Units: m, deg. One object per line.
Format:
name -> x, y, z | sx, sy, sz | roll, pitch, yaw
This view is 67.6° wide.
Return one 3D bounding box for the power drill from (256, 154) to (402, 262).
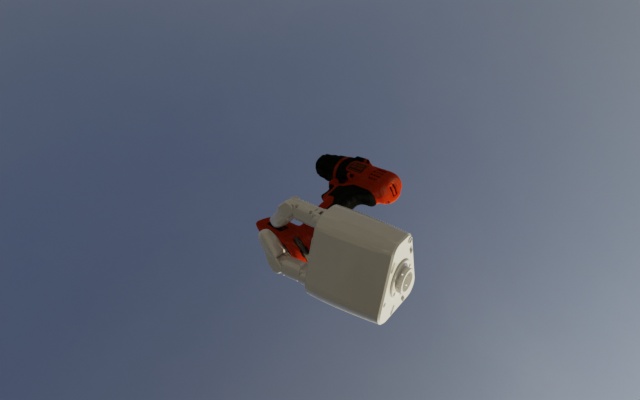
power drill -> 0.000, 0.003, 0.699 | 0.187, 0.057, 0.184 | -41, 31, -17
